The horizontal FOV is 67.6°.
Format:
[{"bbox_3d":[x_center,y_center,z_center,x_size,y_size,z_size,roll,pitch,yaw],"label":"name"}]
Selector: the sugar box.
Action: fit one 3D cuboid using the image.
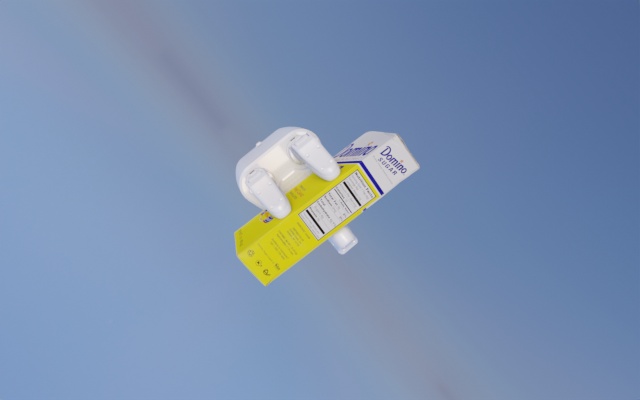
[{"bbox_3d":[0.000,0.001,0.457,0.176,0.048,0.093,-40,15,-4],"label":"sugar box"}]
